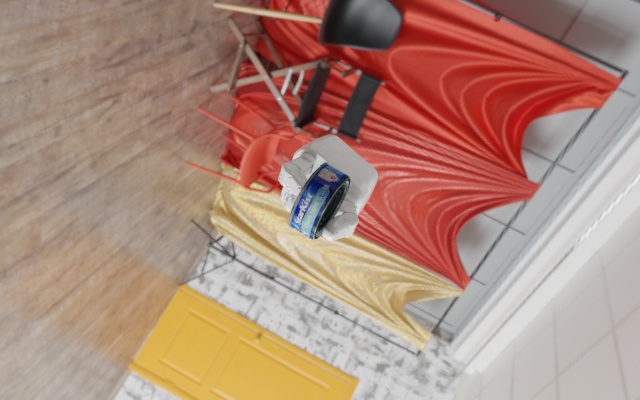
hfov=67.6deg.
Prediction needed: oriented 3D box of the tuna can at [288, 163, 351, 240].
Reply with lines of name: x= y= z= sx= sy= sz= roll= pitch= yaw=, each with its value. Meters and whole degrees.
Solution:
tuna can: x=0.001 y=0.002 z=0.550 sx=0.034 sy=0.086 sz=0.086 roll=30 pitch=6 yaw=11
